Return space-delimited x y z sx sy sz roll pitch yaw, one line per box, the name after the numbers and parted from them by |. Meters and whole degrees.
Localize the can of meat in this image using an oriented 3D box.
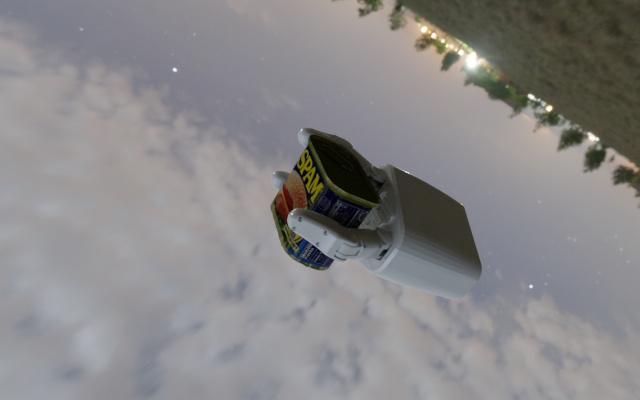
0.000 0.002 0.444 0.057 0.084 0.102 20 27 -28 | can of meat
